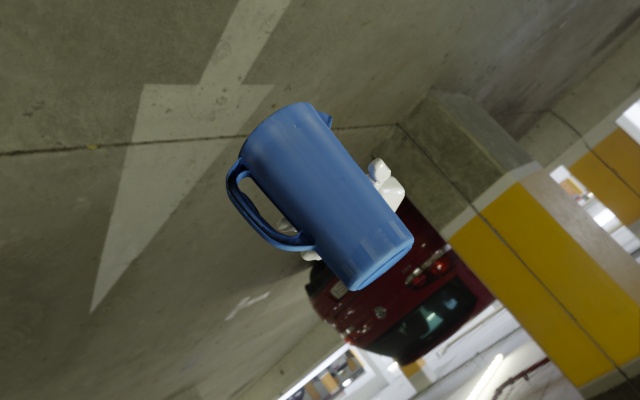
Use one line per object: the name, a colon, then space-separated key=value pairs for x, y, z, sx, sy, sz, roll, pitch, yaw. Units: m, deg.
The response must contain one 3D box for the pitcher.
pitcher: x=0.000 y=0.002 z=0.638 sx=0.149 sy=0.242 sz=0.145 roll=-46 pitch=-17 yaw=22
